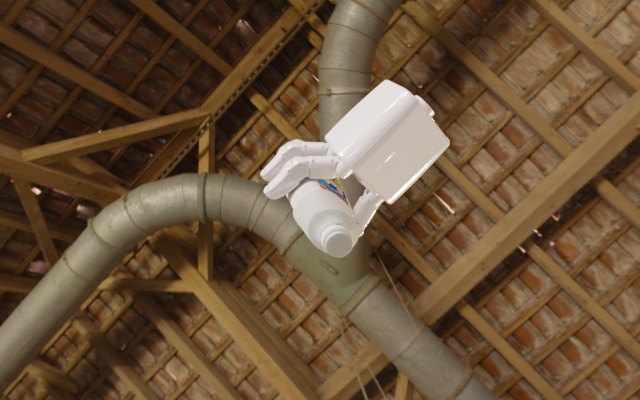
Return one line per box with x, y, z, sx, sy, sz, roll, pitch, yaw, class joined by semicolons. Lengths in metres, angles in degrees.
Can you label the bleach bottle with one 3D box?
0.000;0.002;0.594;0.102;0.068;0.250;42;9;-24;bleach bottle
